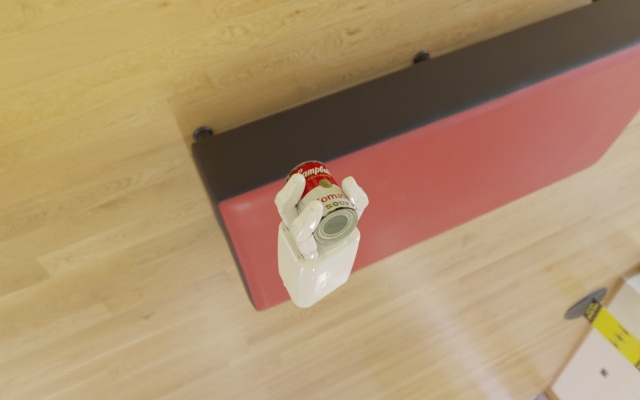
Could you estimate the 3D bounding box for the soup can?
[{"bbox_3d":[0.000,0.002,0.662,0.068,0.068,0.102,0,41,-33],"label":"soup can"}]
